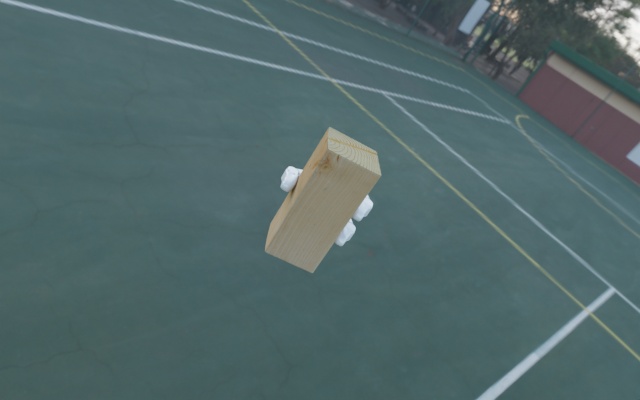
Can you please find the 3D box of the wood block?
[{"bbox_3d":[0.000,0.002,0.759,0.091,0.206,0.090,26,27,-13],"label":"wood block"}]
